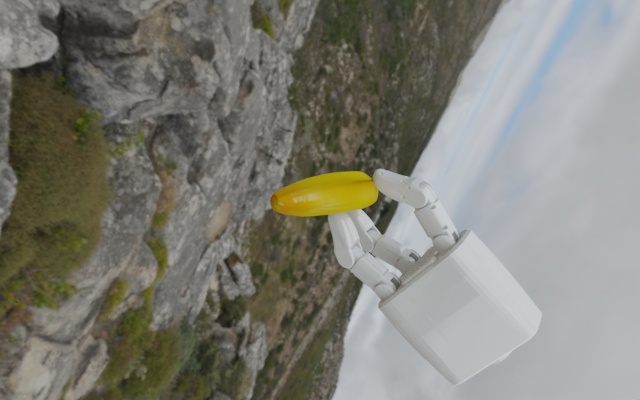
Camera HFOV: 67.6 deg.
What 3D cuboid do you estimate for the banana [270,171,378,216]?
[{"bbox_3d":[0.018,-0.005,0.461,0.069,0.037,0.198,-20,-4,15],"label":"banana"}]
